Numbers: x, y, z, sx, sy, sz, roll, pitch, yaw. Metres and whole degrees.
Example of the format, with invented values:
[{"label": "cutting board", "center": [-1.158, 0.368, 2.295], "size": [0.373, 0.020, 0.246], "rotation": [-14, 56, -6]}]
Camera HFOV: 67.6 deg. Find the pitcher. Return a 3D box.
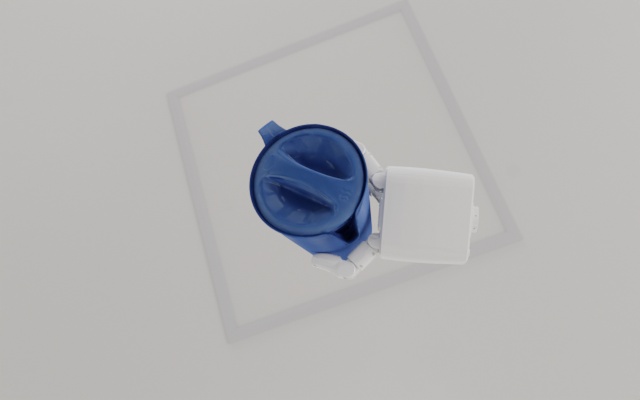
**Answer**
[{"label": "pitcher", "center": [0.000, 0.002, 0.632], "size": [0.145, 0.149, 0.243], "rotation": [5, -16, 12]}]
